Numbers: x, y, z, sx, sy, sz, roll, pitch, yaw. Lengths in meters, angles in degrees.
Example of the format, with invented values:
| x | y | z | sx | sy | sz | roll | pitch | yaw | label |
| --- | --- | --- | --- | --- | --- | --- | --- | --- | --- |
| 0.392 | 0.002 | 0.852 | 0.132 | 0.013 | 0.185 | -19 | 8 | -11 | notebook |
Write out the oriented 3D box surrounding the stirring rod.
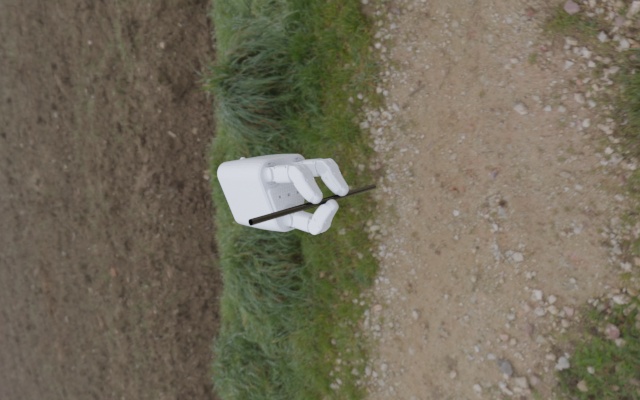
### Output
| x | y | z | sx | sy | sz | roll | pitch | yaw | label |
| --- | --- | --- | --- | --- | --- | --- | --- | --- | --- |
| 0.000 | 0.002 | 0.635 | 0.011 | 0.011 | 0.239 | 0 | 11 | 43 | stirring rod |
